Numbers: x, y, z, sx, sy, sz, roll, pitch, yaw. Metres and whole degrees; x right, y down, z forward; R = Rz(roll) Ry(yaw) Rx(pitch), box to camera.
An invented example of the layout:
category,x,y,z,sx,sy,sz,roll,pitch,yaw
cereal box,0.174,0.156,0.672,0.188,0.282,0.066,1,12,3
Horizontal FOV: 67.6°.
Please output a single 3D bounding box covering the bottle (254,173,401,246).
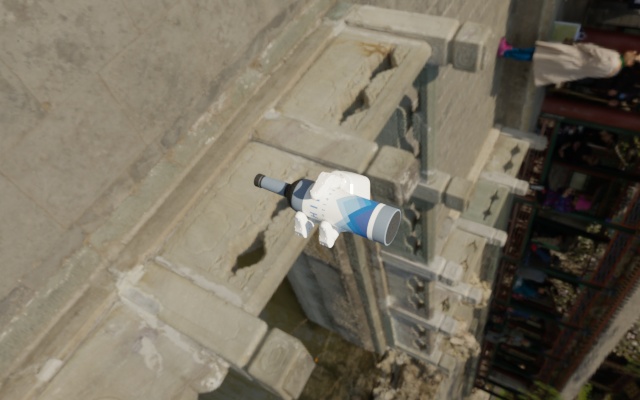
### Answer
category,x,y,z,sx,sy,sz,roll,pitch,yaw
bottle,0.000,0.003,0.888,0.295,0.069,0.069,19,8,25
